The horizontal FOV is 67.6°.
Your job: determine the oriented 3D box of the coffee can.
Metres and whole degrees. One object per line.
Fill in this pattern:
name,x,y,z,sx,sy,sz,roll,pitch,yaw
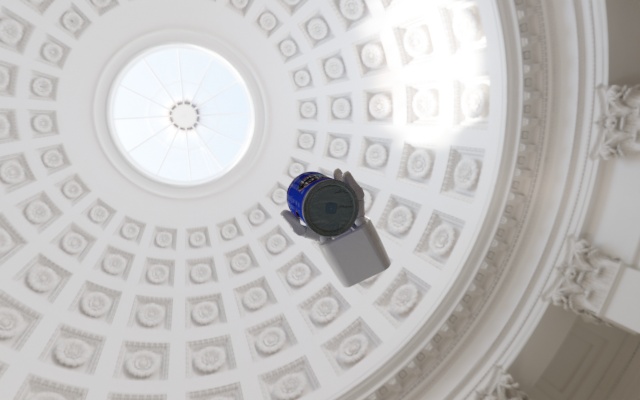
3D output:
coffee can,0.000,0.003,0.897,0.103,0.103,0.140,0,10,-16
